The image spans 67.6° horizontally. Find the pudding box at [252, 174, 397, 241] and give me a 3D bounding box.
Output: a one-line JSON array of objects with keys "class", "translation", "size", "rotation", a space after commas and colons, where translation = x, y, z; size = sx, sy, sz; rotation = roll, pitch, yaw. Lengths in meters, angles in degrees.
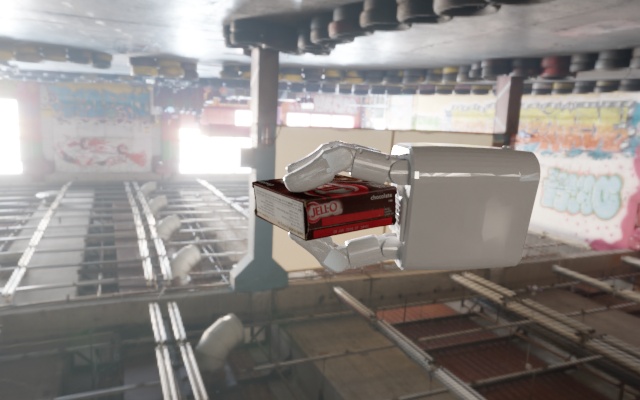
[{"class": "pudding box", "translation": [0.000, 0.002, 0.431], "size": [0.090, 0.039, 0.113], "rotation": [-7, 11, -29]}]
